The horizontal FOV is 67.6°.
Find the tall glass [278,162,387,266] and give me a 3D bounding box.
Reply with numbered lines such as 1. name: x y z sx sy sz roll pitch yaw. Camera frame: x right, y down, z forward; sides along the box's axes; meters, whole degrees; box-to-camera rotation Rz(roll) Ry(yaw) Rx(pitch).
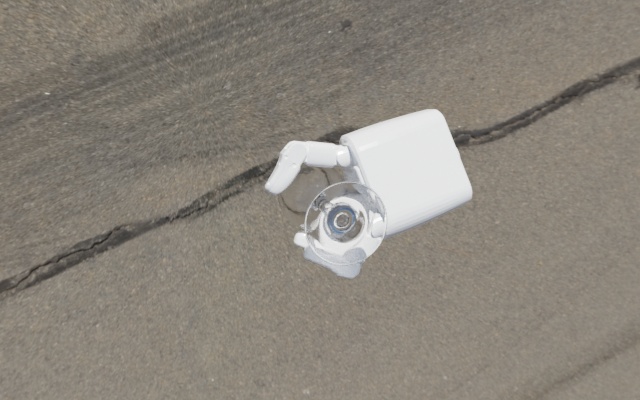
1. tall glass: 0.000 0.002 0.501 0.079 0.079 0.201 0 11 -14
